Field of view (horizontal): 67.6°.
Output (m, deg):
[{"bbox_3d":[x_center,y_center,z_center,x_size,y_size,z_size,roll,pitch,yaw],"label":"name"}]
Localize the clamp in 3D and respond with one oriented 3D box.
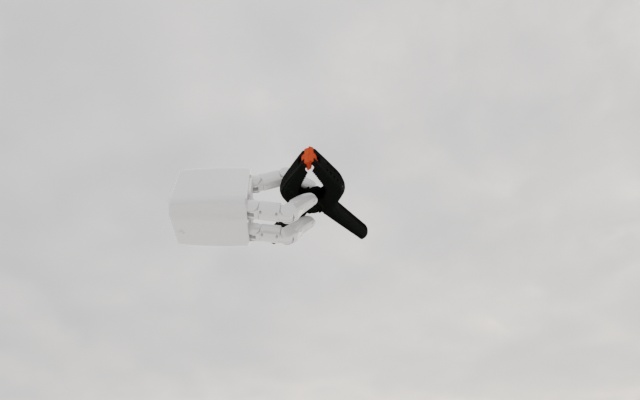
[{"bbox_3d":[0.000,0.001,0.724,0.164,0.036,0.210,0,-39,-4],"label":"clamp"}]
